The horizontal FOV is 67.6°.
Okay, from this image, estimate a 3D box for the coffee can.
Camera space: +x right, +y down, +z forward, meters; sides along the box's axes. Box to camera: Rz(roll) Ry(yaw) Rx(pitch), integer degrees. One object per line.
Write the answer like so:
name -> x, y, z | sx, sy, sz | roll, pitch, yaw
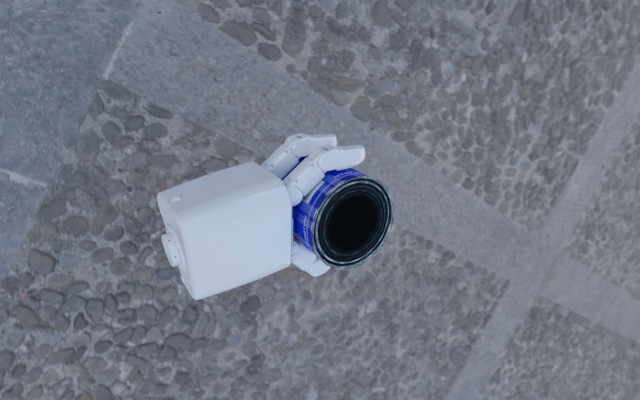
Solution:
coffee can -> 0.000, 0.002, 0.541 | 0.103, 0.103, 0.140 | 0, 19, -33
